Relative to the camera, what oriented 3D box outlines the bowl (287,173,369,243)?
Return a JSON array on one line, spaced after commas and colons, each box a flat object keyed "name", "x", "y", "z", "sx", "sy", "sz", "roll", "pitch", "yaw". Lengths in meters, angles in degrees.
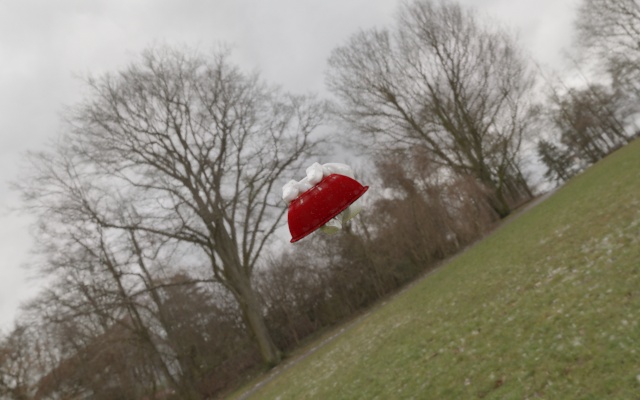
[{"name": "bowl", "x": 0.000, "y": 0.002, "z": 0.796, "sx": 0.162, "sy": 0.055, "sz": 0.162, "roll": -35, "pitch": 4, "yaw": 3}]
